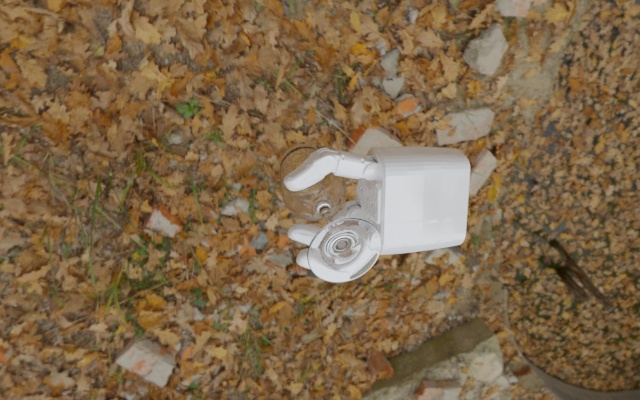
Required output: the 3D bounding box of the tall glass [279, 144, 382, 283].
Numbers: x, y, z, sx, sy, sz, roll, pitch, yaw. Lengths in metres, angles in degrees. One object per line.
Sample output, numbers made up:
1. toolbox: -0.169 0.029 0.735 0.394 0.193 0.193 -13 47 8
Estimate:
1. tall glass: 0.000 0.002 0.539 0.079 0.079 0.201 0 28 -16
